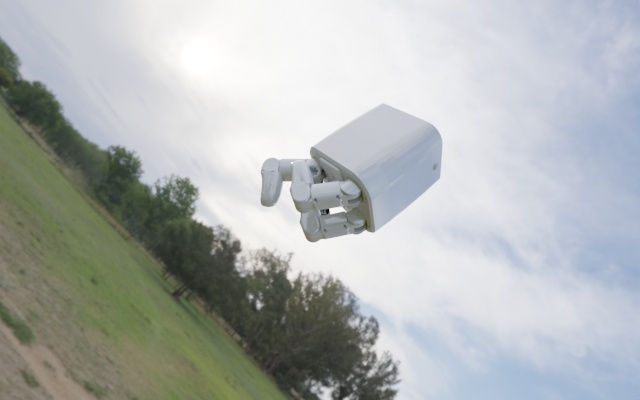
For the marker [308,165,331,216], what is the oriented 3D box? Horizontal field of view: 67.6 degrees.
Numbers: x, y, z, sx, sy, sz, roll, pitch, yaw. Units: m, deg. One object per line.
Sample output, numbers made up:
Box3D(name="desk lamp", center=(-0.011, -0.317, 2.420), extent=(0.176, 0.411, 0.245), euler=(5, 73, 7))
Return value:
Box3D(name="marker", center=(0.000, 0.002, 0.562), extent=(0.020, 0.020, 0.121), euler=(0, -33, 11))
